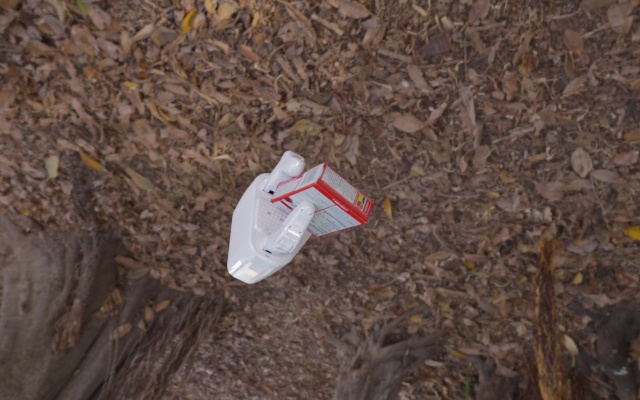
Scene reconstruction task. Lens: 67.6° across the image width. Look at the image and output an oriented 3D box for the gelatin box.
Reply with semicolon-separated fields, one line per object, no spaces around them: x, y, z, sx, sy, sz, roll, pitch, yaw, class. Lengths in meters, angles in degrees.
0.000;0.002;0.510;0.073;0.030;0.089;38;-33;-24;gelatin box
